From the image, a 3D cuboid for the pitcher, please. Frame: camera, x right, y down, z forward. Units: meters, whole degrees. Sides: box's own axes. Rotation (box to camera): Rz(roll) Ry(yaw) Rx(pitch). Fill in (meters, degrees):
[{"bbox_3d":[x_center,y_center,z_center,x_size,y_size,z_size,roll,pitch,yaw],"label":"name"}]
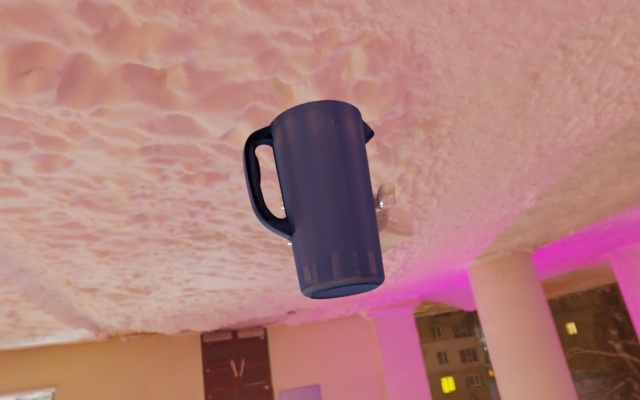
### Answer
[{"bbox_3d":[0.000,0.002,0.630,0.149,0.242,0.145,-19,-21,26],"label":"pitcher"}]
